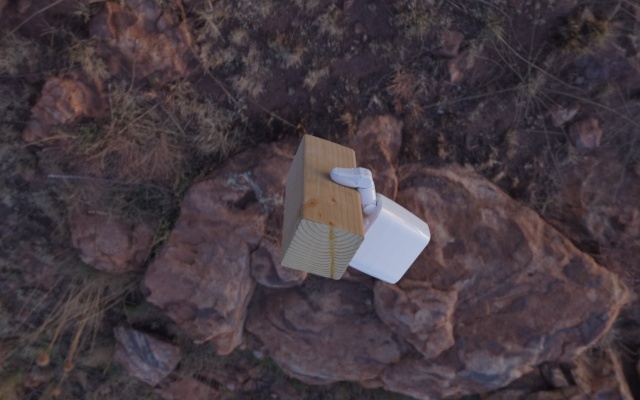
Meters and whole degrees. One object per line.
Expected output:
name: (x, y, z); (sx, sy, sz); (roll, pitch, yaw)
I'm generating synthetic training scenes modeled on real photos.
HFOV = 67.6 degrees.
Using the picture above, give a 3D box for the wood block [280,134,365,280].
wood block: (0.001, 0.002, 0.707); (0.090, 0.091, 0.206); (17, 36, -14)
